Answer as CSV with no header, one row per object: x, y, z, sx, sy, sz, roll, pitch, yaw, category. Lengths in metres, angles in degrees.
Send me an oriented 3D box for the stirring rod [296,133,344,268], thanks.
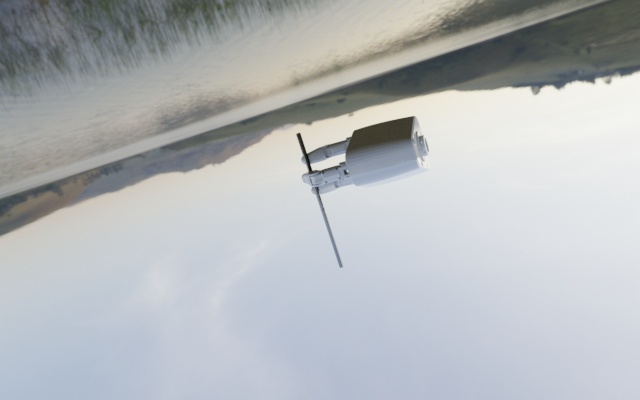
0.000,0.003,0.799,0.011,0.239,0.011,-17,12,4,stirring rod
